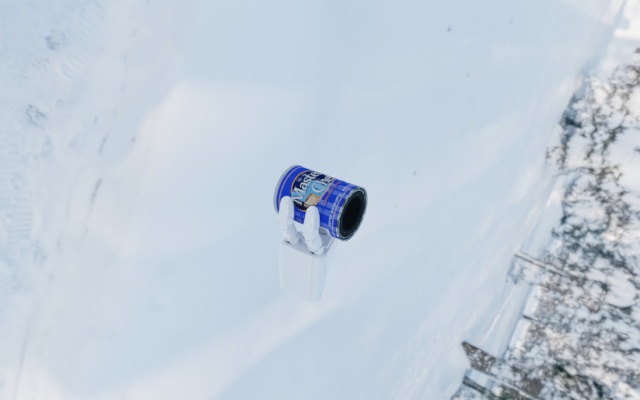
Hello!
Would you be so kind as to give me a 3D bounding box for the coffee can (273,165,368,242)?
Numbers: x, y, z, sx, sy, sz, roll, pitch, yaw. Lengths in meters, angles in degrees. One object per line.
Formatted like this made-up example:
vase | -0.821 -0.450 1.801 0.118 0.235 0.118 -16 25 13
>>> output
coffee can | 0.000 0.003 0.868 0.140 0.103 0.103 21 10 28
